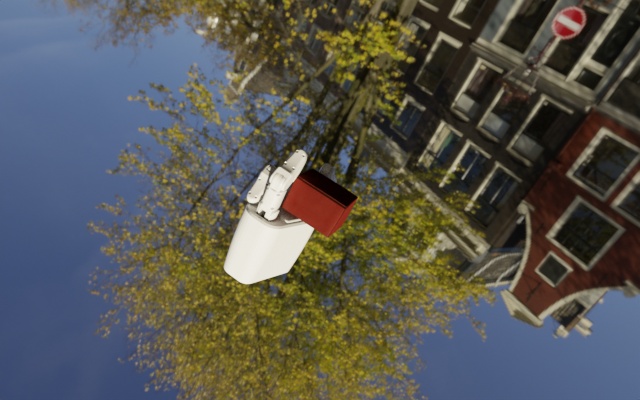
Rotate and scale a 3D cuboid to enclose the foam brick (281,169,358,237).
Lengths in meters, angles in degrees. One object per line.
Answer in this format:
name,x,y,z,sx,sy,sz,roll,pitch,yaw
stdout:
foam brick,0.000,0.002,0.633,0.078,0.051,0.053,33,25,12
